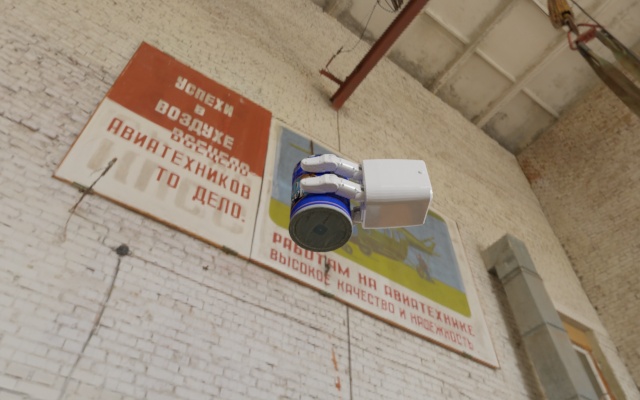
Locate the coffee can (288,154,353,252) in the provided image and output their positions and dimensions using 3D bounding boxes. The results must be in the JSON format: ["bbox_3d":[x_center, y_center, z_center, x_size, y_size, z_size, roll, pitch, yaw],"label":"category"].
[{"bbox_3d":[0.000,0.003,0.812,0.103,0.103,0.140,0,41,0],"label":"coffee can"}]
